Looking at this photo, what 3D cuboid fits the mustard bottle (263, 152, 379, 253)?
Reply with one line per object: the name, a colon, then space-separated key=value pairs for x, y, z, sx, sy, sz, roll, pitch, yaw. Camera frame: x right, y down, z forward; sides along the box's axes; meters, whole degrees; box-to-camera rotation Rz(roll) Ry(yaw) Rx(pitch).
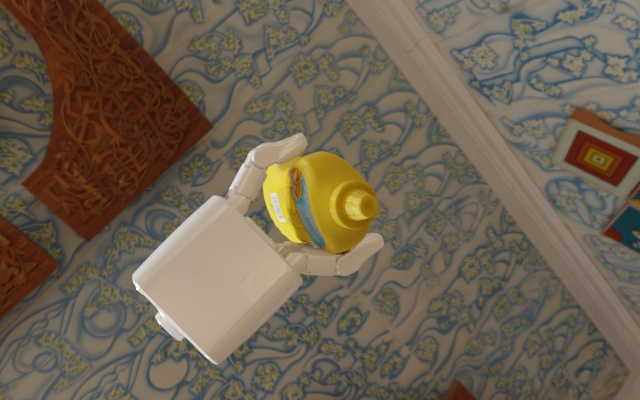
mustard bottle: x=0.000 y=0.001 z=0.462 sx=0.058 sy=0.096 sz=0.191 roll=-20 pitch=10 yaw=-21
